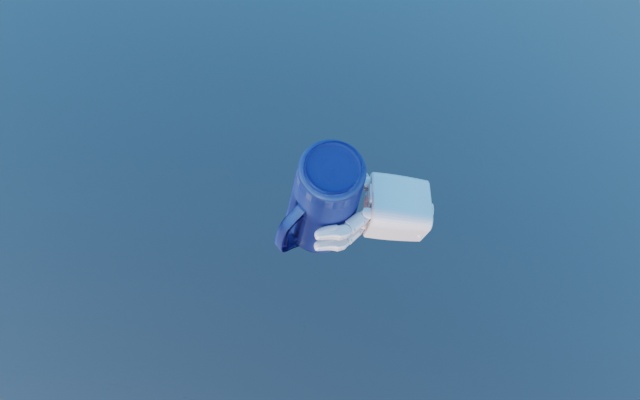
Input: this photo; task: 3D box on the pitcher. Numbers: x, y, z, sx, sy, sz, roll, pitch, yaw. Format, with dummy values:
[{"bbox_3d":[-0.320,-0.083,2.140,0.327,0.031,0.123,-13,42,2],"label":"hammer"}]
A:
[{"bbox_3d":[0.000,0.003,0.836,0.145,0.149,0.243,7,-23,-3],"label":"pitcher"}]
